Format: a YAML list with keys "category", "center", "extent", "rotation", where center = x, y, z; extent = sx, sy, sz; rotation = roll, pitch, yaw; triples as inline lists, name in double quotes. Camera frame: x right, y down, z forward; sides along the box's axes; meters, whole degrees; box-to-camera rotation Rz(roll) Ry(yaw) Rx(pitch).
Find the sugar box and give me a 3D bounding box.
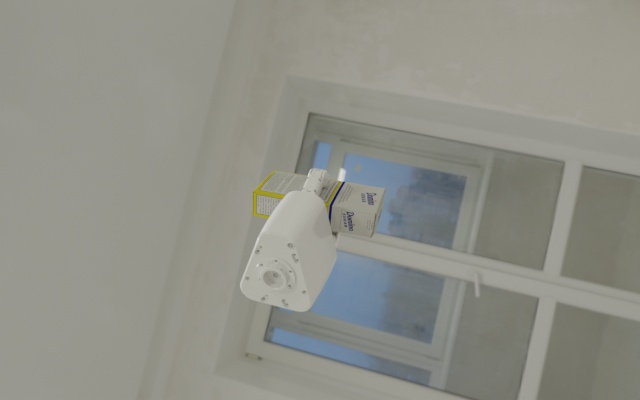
- category: "sugar box"
  center: [0.000, 0.003, 0.694]
  extent: [0.176, 0.048, 0.093]
  rotation: [13, 27, 11]
